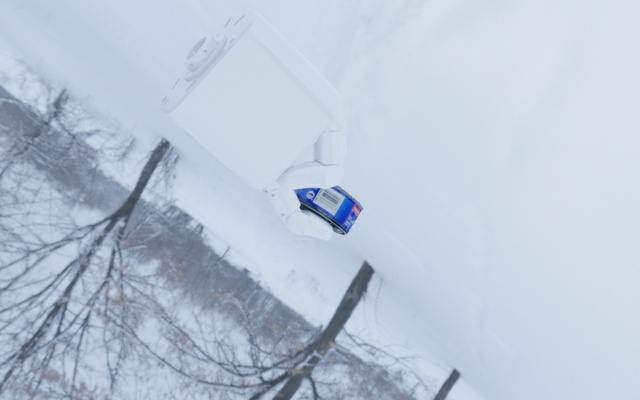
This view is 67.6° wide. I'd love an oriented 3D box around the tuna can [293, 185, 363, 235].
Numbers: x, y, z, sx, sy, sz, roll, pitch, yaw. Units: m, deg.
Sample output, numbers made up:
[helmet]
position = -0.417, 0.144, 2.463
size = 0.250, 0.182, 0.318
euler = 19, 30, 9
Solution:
[tuna can]
position = 0.000, 0.002, 0.506
size = 0.086, 0.033, 0.086
euler = 31, -9, 5
